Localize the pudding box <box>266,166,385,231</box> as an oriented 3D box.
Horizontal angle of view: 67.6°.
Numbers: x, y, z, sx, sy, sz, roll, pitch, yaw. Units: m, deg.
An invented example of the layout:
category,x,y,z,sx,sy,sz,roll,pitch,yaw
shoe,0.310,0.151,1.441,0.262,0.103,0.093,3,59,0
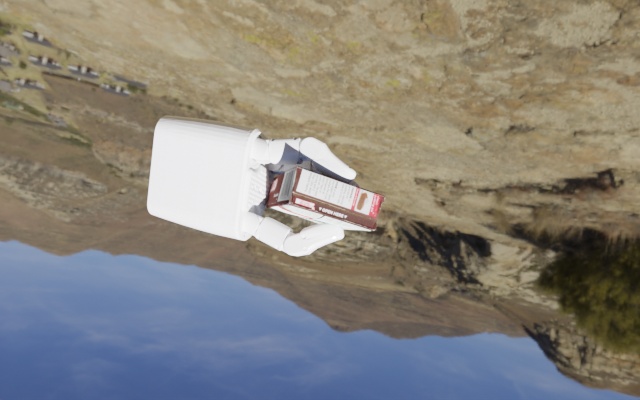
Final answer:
category,x,y,z,sx,sy,sz,roll,pitch,yaw
pudding box,0.000,0.002,0.481,0.090,0.039,0.113,17,-6,-15
